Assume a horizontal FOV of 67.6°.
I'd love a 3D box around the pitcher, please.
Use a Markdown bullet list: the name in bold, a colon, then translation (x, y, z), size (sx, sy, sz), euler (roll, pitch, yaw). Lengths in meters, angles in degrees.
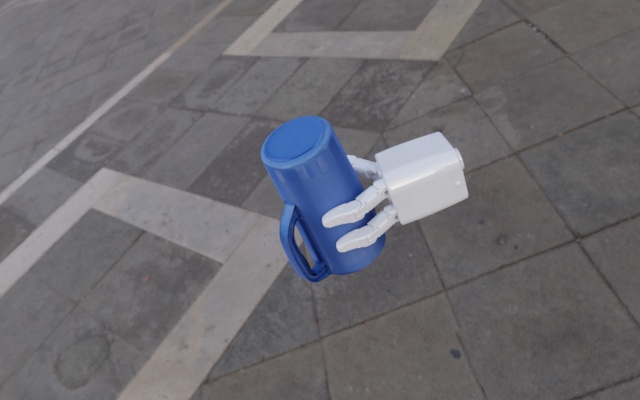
- **pitcher**: translation (0.000, 0.002, 0.729), size (0.145, 0.149, 0.243), euler (-19, -48, 10)
